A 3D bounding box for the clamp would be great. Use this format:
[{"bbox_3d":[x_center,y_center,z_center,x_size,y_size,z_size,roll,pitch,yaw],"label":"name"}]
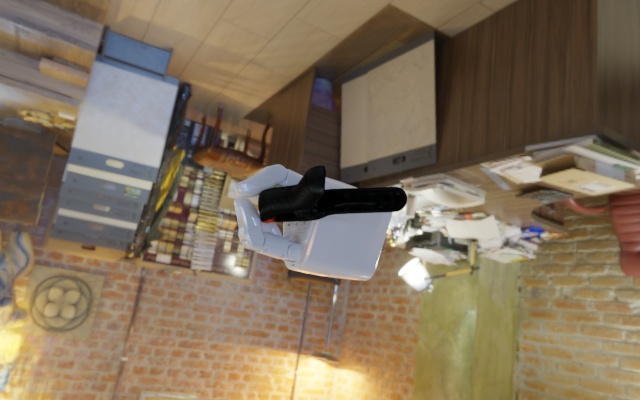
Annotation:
[{"bbox_3d":[0.000,0.002,0.491,0.120,0.039,0.171,16,-16,-30],"label":"clamp"}]
